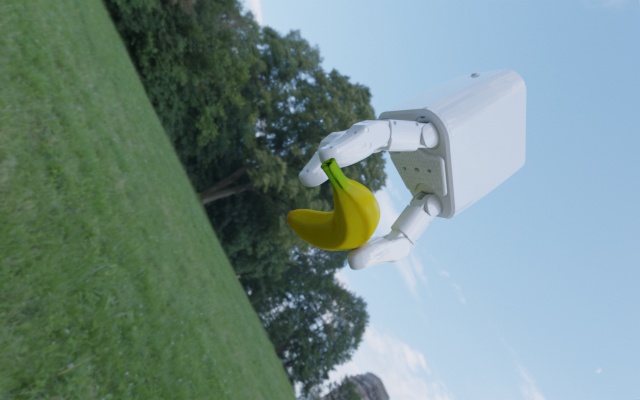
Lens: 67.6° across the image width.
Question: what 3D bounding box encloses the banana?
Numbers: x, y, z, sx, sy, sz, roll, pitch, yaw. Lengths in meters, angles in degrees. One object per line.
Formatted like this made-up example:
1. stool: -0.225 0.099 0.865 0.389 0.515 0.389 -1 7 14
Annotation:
1. banana: 0.012 0.016 0.433 0.037 0.069 0.198 -34 -5 -19
